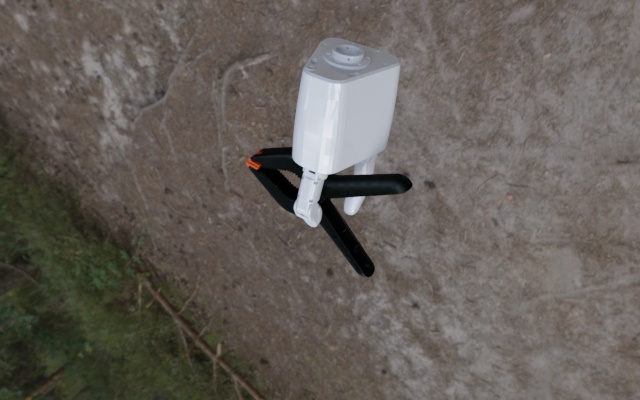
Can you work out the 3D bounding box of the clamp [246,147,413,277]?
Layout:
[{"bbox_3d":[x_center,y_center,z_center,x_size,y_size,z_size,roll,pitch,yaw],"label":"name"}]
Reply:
[{"bbox_3d":[-0.001,0.002,0.591,0.210,0.165,0.036,25,42,20],"label":"clamp"}]
